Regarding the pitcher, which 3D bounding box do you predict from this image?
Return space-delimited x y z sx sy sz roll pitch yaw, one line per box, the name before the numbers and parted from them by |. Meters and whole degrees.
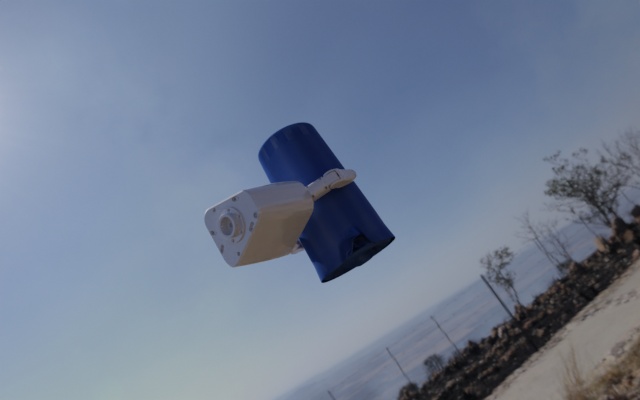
pitcher | 0.000 0.003 0.773 0.149 0.242 0.145 -42 -19 33
